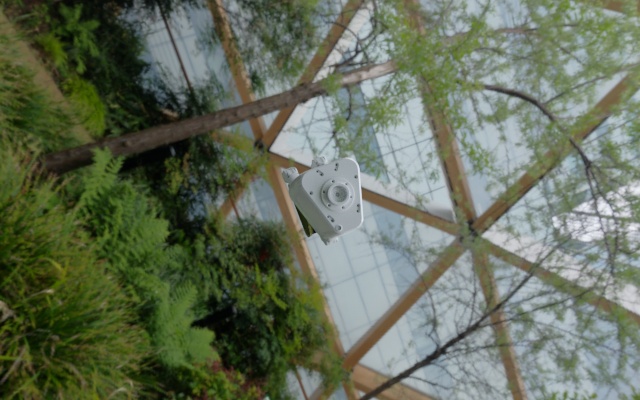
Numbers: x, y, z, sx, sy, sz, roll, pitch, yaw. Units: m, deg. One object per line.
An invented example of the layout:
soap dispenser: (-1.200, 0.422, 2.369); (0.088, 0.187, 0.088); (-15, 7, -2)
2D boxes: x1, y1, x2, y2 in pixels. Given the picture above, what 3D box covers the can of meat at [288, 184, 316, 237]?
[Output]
can of meat: (0.000, 0.003, 0.844); (0.084, 0.102, 0.057); (-20, -6, -12)
